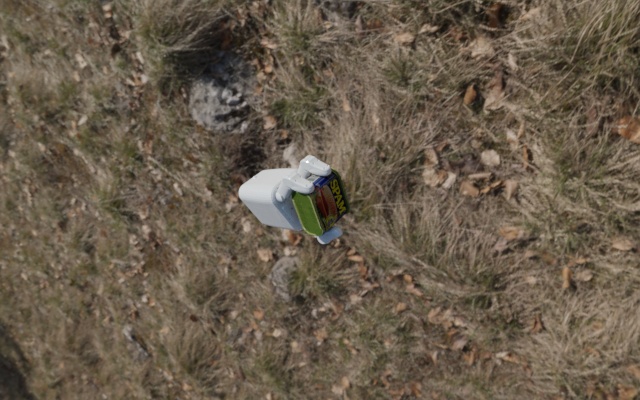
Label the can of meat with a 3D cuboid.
[{"bbox_3d":[0.000,0.003,0.870,0.057,0.102,0.084,8,37,42],"label":"can of meat"}]
